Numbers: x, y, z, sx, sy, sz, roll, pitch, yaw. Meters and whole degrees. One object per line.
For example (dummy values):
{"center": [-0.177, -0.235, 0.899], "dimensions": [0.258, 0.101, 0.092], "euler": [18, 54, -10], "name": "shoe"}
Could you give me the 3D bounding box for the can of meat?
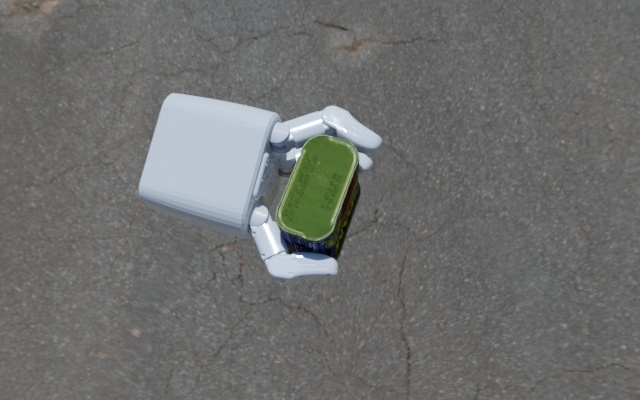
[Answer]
{"center": [0.000, 0.001, 0.439], "dimensions": [0.057, 0.102, 0.084], "euler": [17, -19, 10], "name": "can of meat"}
